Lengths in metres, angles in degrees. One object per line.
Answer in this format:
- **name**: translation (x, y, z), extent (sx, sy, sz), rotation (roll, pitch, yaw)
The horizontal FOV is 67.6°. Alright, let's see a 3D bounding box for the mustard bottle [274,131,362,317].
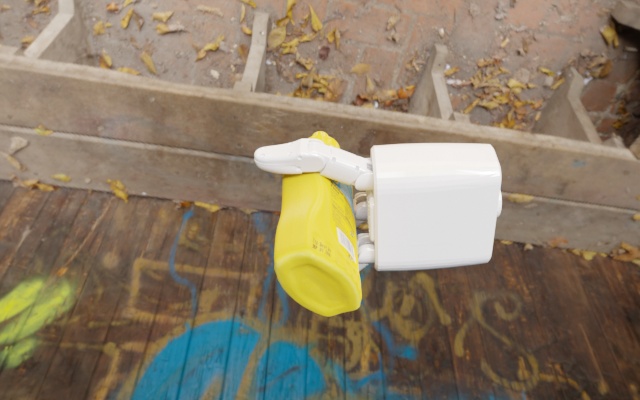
- **mustard bottle**: translation (0.000, 0.002, 0.442), extent (0.058, 0.191, 0.096), rotation (-21, -47, 21)
